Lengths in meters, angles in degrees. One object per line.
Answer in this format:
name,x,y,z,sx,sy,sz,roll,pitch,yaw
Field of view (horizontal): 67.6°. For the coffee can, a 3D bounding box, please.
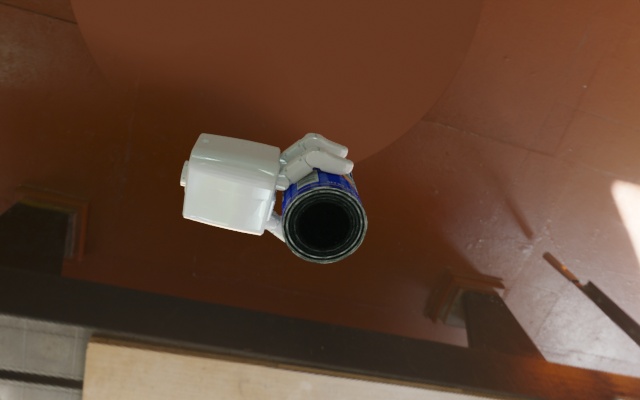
coffee can,0.000,0.002,0.627,0.103,0.103,0.140,0,24,-4
